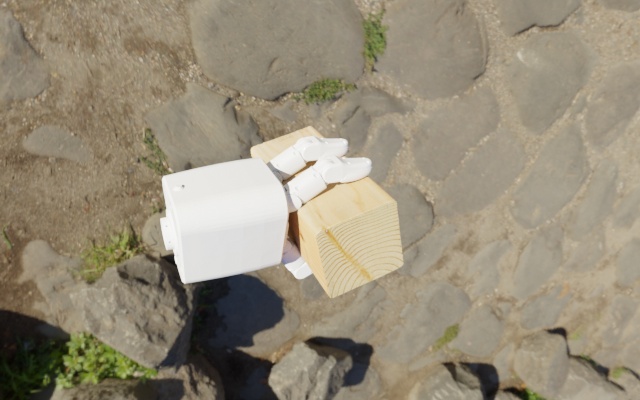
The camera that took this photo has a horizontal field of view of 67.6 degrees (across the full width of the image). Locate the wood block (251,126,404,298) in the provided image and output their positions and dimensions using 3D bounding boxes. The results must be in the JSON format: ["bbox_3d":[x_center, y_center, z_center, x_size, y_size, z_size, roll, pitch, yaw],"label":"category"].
[{"bbox_3d":[0.000,0.002,0.552,0.090,0.091,0.206,-22,37,-14],"label":"wood block"}]
